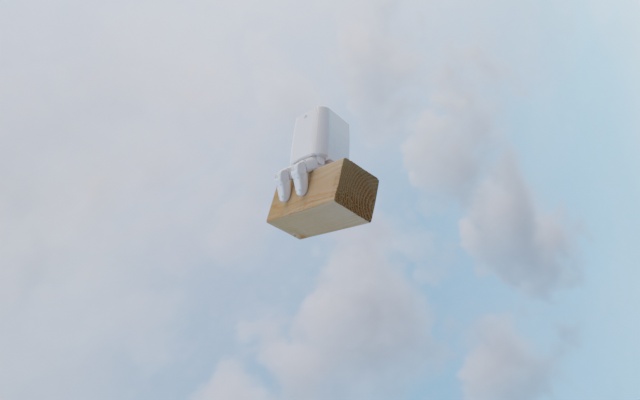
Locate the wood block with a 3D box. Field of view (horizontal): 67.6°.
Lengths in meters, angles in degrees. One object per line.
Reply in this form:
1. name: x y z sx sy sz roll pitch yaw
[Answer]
1. wood block: 0.000 0.003 0.896 0.091 0.090 0.206 29 -29 -30
